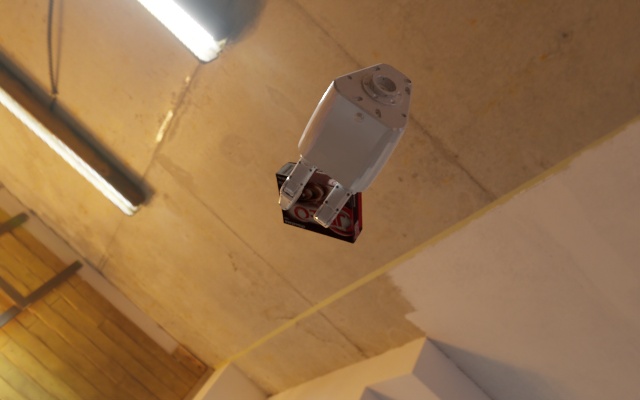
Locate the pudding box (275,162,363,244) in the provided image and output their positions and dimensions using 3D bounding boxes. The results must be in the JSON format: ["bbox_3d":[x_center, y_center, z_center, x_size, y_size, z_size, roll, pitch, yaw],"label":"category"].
[{"bbox_3d":[0.000,0.002,0.643,0.113,0.090,0.039,16,43,25],"label":"pudding box"}]
